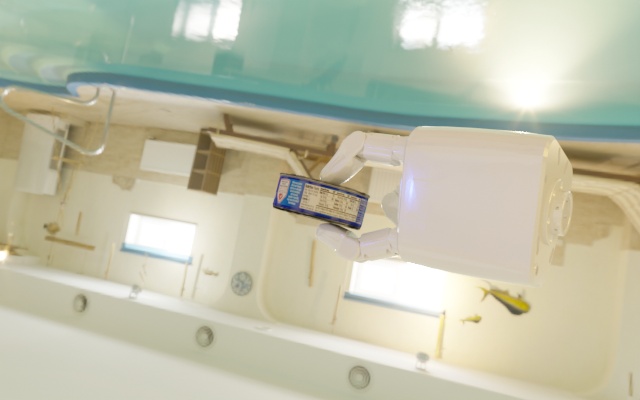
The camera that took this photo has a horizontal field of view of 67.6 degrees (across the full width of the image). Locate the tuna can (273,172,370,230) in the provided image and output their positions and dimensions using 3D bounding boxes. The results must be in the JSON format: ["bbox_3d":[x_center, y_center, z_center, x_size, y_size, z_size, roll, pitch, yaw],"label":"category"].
[{"bbox_3d":[0.000,0.002,0.440,0.086,0.034,0.086,15,-2,1],"label":"tuna can"}]
